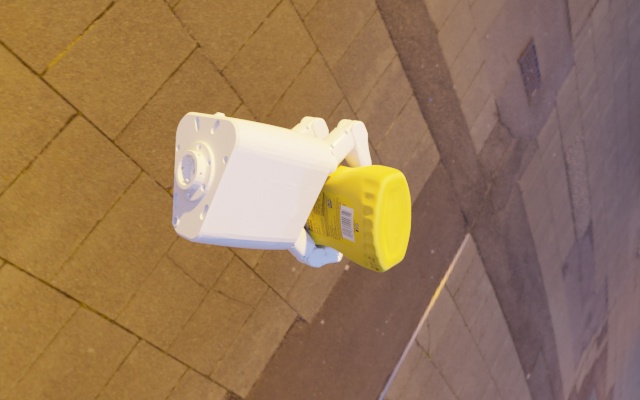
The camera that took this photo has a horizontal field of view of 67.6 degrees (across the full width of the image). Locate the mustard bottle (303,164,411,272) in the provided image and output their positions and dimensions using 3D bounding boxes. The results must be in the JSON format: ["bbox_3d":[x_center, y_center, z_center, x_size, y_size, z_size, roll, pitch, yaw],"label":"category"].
[{"bbox_3d":[0.001,0.002,0.496,0.191,0.096,0.058,16,30,43],"label":"mustard bottle"}]
